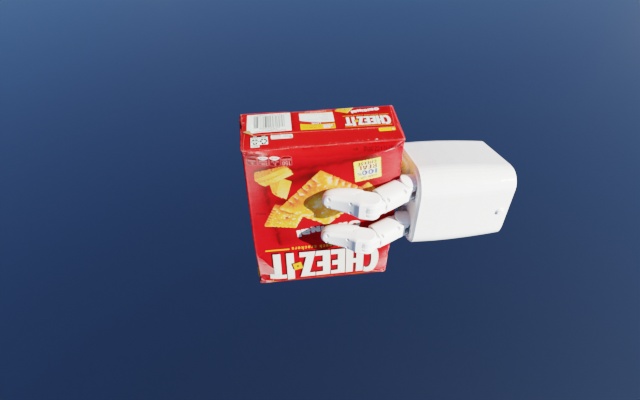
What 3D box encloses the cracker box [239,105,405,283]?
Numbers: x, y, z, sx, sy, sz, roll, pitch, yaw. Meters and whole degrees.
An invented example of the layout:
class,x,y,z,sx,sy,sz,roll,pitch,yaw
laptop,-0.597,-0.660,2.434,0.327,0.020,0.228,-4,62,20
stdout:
class,x,y,z,sx,sy,sz,roll,pitch,yaw
cracker box,0.000,0.002,0.551,0.164,0.214,0.072,-4,44,-5
